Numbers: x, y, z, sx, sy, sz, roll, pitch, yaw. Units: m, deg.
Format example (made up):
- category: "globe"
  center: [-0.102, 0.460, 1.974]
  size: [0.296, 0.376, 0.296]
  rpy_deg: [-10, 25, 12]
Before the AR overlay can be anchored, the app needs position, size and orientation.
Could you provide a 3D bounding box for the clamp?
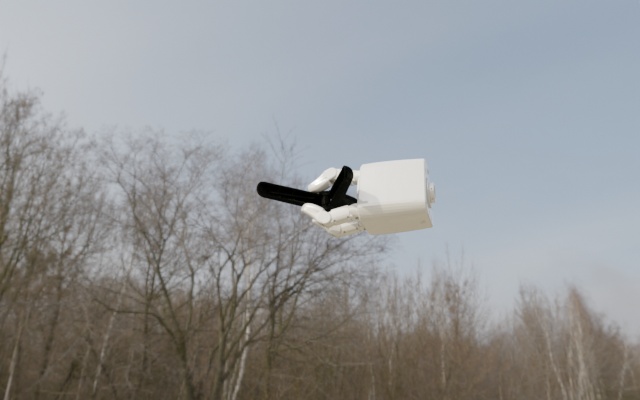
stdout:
- category: "clamp"
  center: [0.001, 0.002, 0.815]
  size: [0.164, 0.036, 0.210]
  rpy_deg: [-5, -24, 18]
